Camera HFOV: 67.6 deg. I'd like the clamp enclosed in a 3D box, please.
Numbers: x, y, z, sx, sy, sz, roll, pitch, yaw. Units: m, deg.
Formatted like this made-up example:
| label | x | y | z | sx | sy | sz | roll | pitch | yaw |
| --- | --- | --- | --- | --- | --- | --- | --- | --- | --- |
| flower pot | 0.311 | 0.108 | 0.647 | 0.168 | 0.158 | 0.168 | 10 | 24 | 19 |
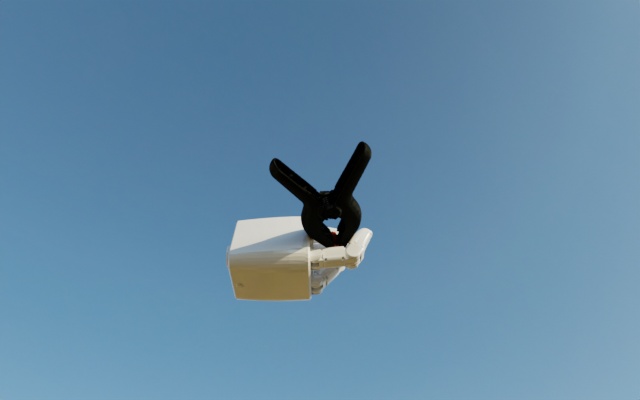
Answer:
| label | x | y | z | sx | sy | sz | roll | pitch | yaw |
| --- | --- | --- | --- | --- | --- | --- | --- | --- | --- |
| clamp | 0.000 | 0.002 | 0.604 | 0.120 | 0.172 | 0.039 | 0 | 39 | 0 |
